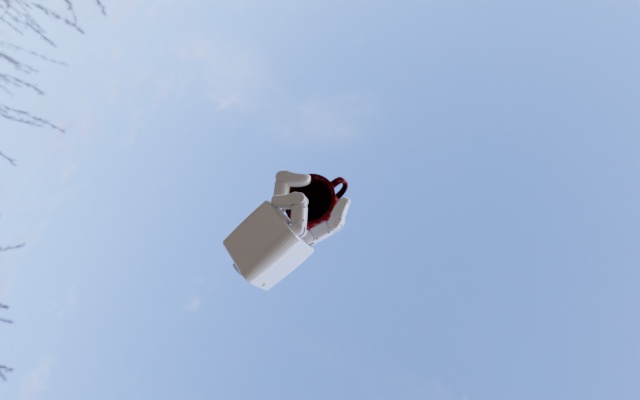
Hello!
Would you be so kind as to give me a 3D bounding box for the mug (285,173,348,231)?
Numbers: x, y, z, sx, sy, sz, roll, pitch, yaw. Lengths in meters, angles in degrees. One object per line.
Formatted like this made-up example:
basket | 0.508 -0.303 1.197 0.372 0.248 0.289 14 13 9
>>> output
mug | 0.001 0.002 0.844 0.117 0.093 0.081 -41 -26 -1
